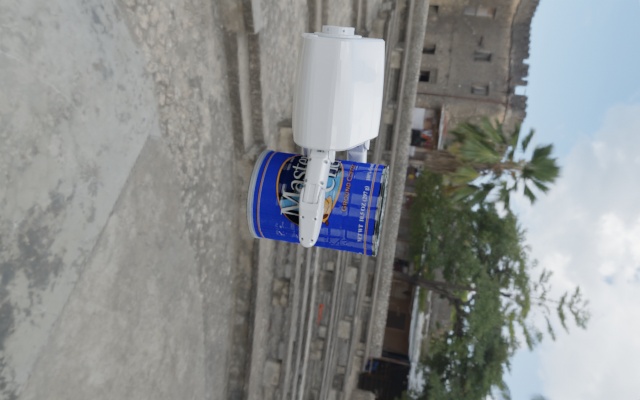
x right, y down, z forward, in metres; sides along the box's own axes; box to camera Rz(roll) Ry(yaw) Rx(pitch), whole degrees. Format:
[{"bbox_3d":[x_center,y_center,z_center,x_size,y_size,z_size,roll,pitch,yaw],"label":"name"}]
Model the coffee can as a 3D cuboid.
[{"bbox_3d":[0.000,0.002,0.539,0.140,0.103,0.103,8,1,10],"label":"coffee can"}]
